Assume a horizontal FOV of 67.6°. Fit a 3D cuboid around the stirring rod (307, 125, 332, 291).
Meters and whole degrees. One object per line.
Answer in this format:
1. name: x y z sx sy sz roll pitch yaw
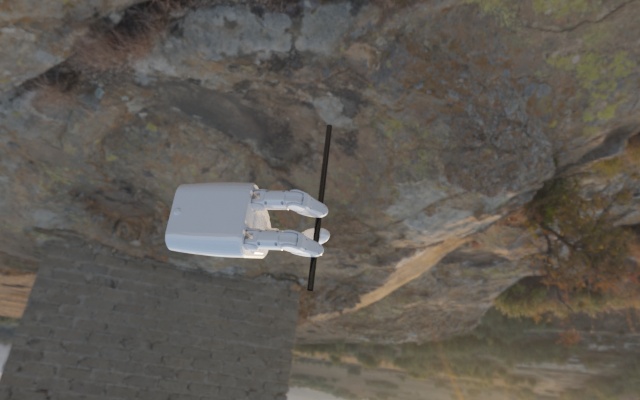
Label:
1. stirring rod: 0.000 0.002 0.642 0.011 0.239 0.011 6 -23 2
